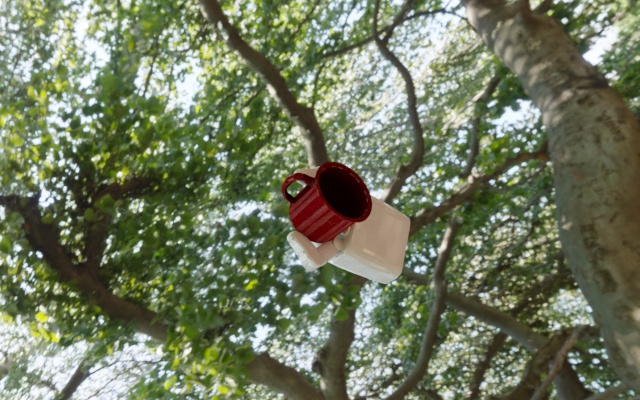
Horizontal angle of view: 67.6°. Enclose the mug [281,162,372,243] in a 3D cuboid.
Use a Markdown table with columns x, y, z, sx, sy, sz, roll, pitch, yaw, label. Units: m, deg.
| x | y | z | sx | sy | sz | roll | pitch | yaw | label |
| --- | --- | --- | --- | --- | --- | --- | --- | --- | --- |
| -0.001 | 0.002 | 0.651 | 0.117 | 0.093 | 0.081 | 27 | -44 | -23 | mug |
